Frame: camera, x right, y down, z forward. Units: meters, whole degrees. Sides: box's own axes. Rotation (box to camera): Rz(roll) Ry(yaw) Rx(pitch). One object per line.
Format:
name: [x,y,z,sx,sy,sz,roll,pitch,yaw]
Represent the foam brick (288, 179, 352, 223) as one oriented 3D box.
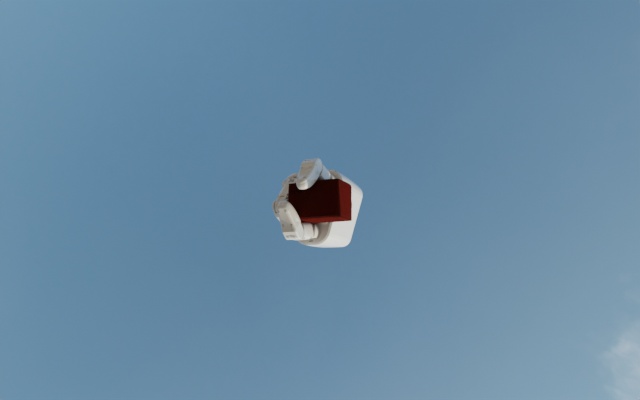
foam brick: [0.000,0.002,0.662,0.078,0.053,0.051,-4,-11,24]
